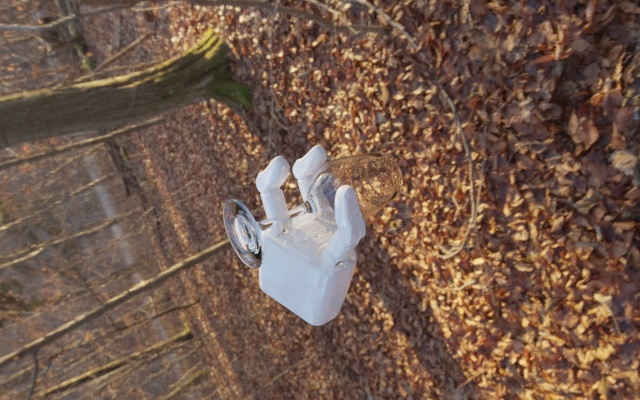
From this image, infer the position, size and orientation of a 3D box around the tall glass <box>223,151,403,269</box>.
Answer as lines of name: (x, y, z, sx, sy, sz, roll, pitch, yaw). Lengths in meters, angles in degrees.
tall glass: (0.000, 0.002, 0.524, 0.201, 0.079, 0.079, -23, 12, -33)
